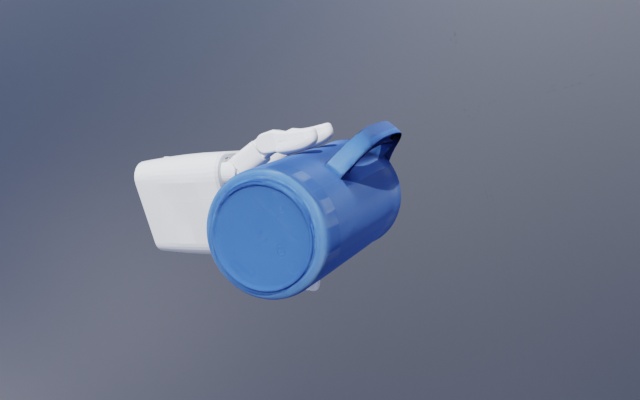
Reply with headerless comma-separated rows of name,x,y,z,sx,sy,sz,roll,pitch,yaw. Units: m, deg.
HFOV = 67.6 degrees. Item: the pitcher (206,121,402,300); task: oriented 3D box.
pitcher,0.000,0.002,0.480,0.145,0.149,0.243,-3,8,20
